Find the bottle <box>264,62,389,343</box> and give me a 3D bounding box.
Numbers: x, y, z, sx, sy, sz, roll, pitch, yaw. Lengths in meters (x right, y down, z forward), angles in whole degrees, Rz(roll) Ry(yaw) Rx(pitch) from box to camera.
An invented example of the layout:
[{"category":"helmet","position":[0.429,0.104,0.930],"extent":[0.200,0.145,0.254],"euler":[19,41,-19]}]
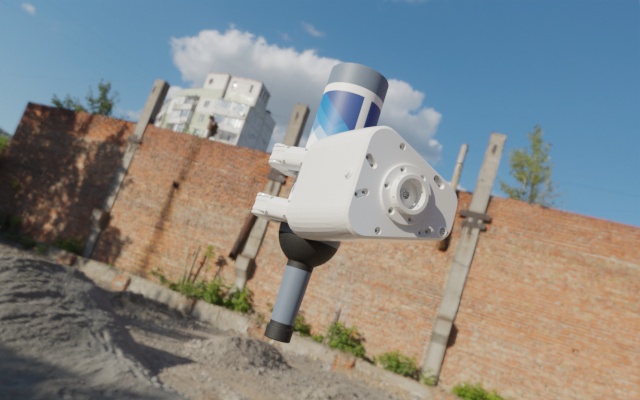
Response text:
[{"category":"bottle","position":[0.000,0.001,0.506],"extent":[0.069,0.295,0.069],"euler":[17,-10,3]}]
